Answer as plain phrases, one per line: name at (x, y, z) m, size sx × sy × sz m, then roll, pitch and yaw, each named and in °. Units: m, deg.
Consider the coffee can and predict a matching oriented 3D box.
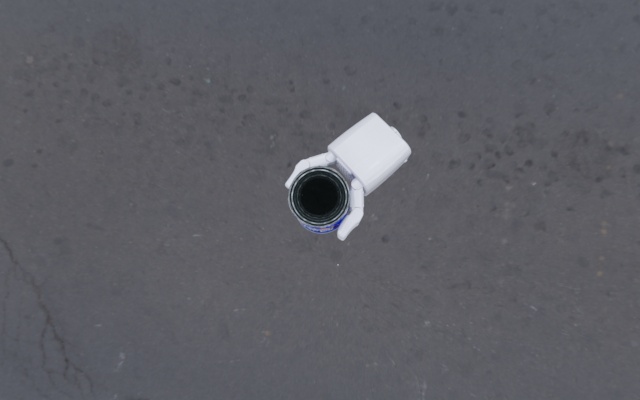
coffee can at (0.000, 0.003, 0.844) m, size 0.103 × 0.103 × 0.140 m, roll 0°, pitch -8°, yaw 2°
